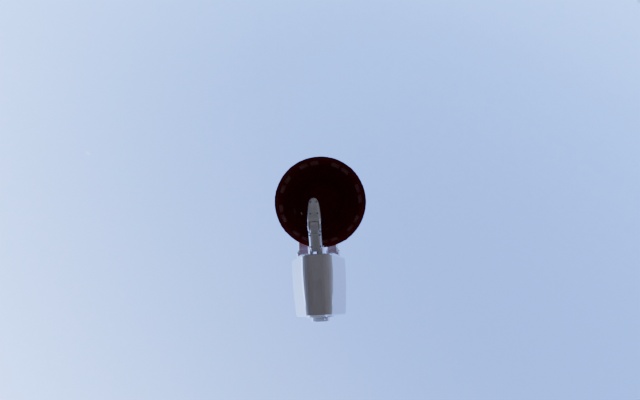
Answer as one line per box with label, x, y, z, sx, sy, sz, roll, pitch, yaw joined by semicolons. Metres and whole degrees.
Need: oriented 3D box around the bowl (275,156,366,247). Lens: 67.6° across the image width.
bowl;0.000;0.002;0.866;0.162;0.162;0.055;0;0;2
